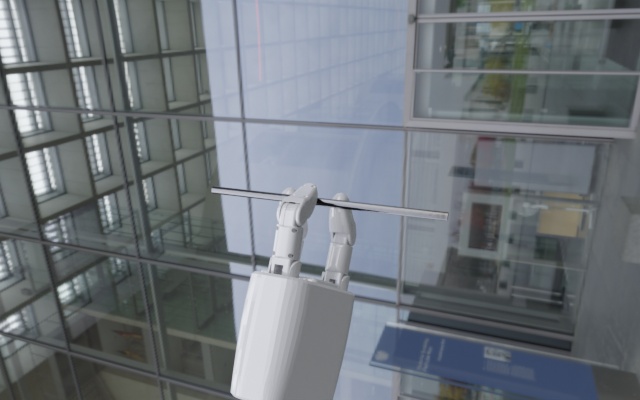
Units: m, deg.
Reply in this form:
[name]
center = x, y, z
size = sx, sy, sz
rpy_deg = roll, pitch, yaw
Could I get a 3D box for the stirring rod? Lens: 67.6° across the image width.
[stirring rod]
center = 0.000, 0.002, 0.462
size = 0.239, 0.011, 0.011
rpy_deg = 6, 2, 20
